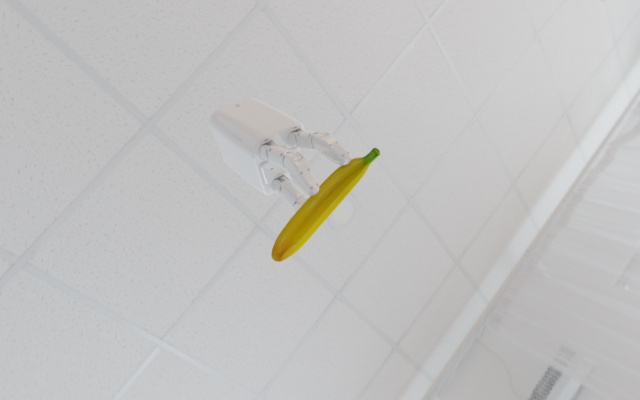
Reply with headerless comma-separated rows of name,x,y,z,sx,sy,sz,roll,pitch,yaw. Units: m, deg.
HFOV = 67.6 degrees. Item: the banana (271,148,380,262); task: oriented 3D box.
banana,0.000,0.005,0.621,0.037,0.197,0.070,40,-18,5
